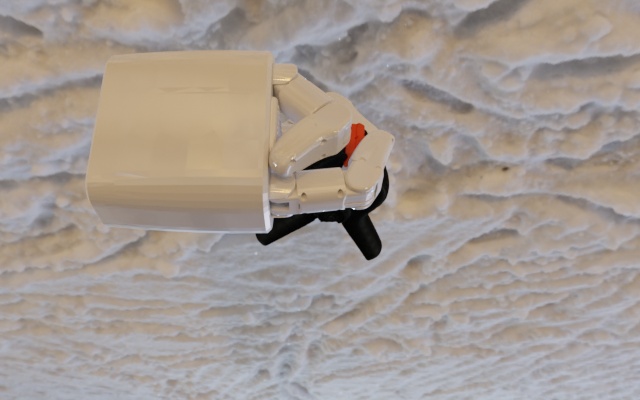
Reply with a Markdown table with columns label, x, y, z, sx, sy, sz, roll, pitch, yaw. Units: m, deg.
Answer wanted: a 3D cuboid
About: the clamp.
| label | x | y | z | sx | sy | sz | roll | pitch | yaw |
| --- | --- | --- | --- | --- | --- | --- | --- | --- | --- |
| clamp | 0.000 | 0.002 | 0.400 | 0.120 | 0.039 | 0.172 | -1 | -36 | -2 |
